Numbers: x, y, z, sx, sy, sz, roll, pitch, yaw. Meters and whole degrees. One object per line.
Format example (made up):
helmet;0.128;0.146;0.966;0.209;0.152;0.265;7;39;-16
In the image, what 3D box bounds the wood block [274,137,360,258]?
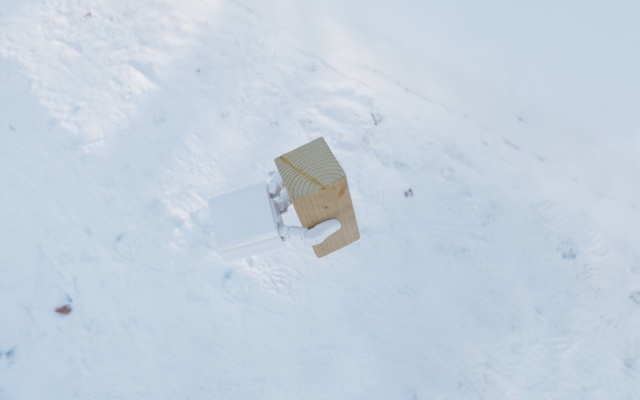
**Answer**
wood block;0.000;0.003;0.817;0.090;0.090;0.206;-25;-33;-4
